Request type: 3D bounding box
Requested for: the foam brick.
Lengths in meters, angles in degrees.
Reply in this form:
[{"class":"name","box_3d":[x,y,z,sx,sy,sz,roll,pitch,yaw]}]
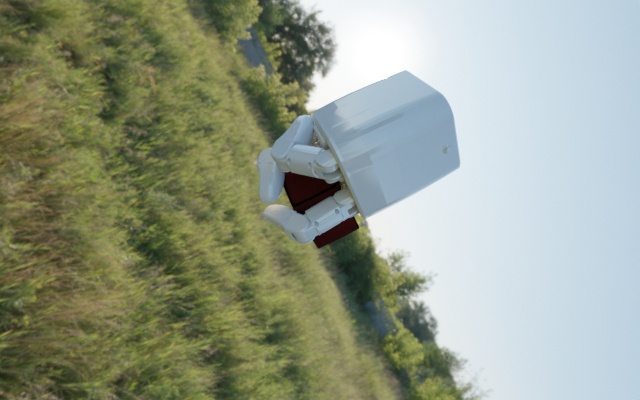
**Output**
[{"class":"foam brick","box_3d":[0.000,0.002,0.493,0.051,0.053,0.078,-27,-42,1]}]
